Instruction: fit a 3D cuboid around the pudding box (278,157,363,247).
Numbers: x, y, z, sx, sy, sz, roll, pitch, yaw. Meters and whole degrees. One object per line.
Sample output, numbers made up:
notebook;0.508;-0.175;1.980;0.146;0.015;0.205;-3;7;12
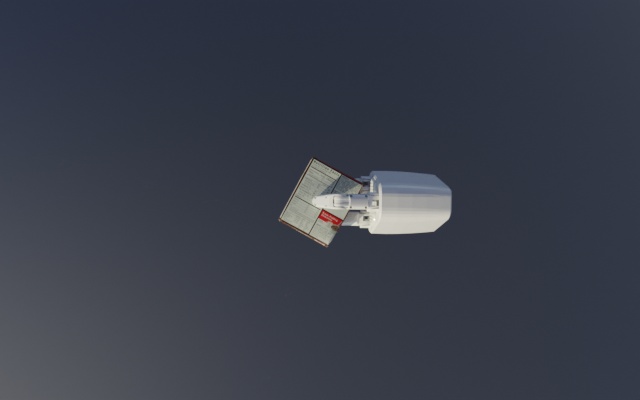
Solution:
pudding box;0.000;0.002;0.736;0.090;0.113;0.039;29;-3;-2
